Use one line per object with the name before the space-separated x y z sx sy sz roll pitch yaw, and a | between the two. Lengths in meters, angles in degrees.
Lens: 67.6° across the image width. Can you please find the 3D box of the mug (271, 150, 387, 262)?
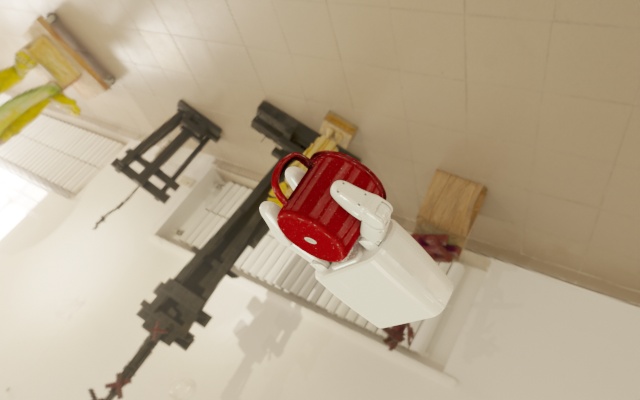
mug | -0.001 0.001 0.489 0.117 0.081 0.093 42 -27 -17
